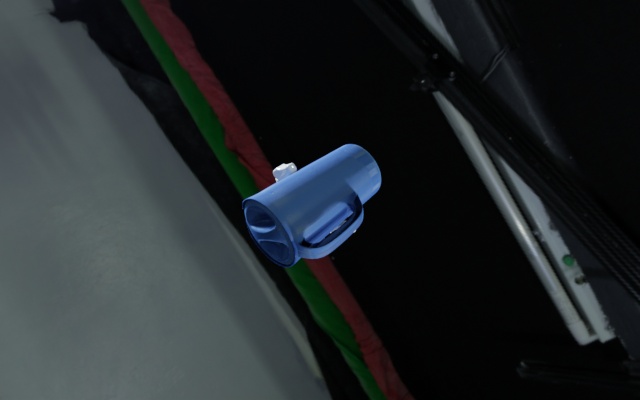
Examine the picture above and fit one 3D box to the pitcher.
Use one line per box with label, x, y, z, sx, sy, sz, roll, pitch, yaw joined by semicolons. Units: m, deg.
pitcher;0.000;0.003;0.833;0.242;0.149;0.145;-35;-1;-30
